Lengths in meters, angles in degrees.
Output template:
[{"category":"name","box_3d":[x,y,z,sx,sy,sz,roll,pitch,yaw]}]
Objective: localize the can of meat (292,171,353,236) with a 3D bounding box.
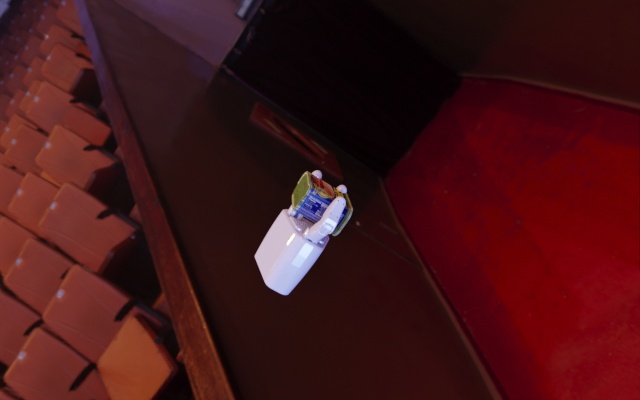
[{"category":"can of meat","box_3d":[0.000,0.002,0.804,0.084,0.057,0.102,31,16,-15]}]
